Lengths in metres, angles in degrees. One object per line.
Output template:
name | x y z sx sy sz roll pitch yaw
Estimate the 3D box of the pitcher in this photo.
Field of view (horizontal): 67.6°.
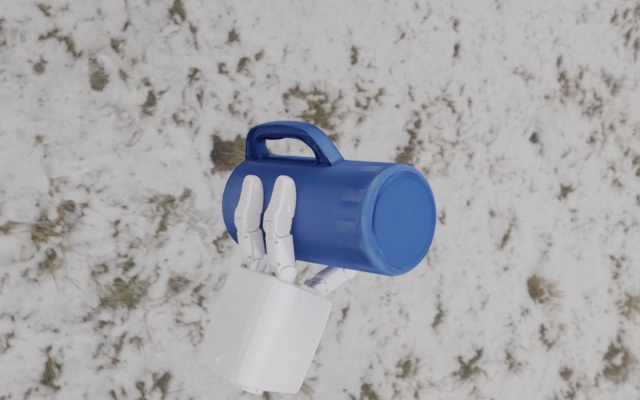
pitcher | 0.000 0.002 0.533 0.149 0.145 0.243 32 -17 -37
